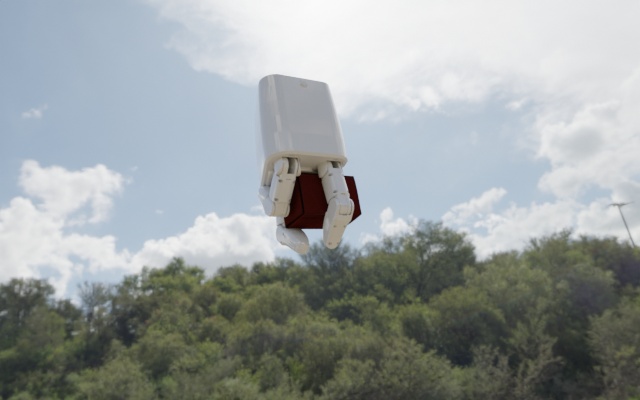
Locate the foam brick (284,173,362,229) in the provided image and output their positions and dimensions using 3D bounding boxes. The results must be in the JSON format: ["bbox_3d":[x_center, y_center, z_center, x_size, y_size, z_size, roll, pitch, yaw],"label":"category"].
[{"bbox_3d":[0.000,0.002,0.561,0.078,0.051,0.053,2,-24,-29],"label":"foam brick"}]
